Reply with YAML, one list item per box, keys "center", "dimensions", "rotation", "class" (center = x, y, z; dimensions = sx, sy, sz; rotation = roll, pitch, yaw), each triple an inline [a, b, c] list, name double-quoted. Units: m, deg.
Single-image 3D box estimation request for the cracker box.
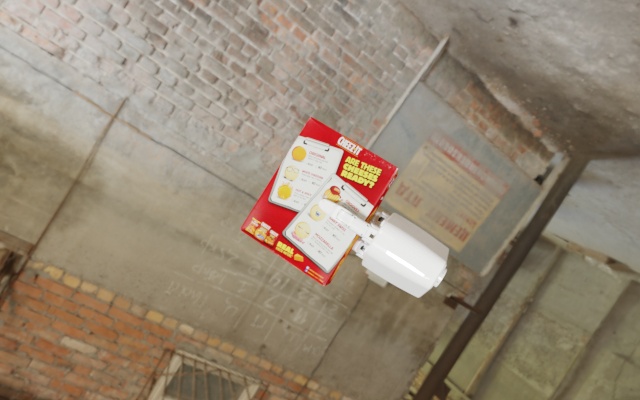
- center: [0.000, 0.003, 0.766]
  dimensions: [0.164, 0.213, 0.072]
  rotation: [32, 0, 10]
  class: "cracker box"
